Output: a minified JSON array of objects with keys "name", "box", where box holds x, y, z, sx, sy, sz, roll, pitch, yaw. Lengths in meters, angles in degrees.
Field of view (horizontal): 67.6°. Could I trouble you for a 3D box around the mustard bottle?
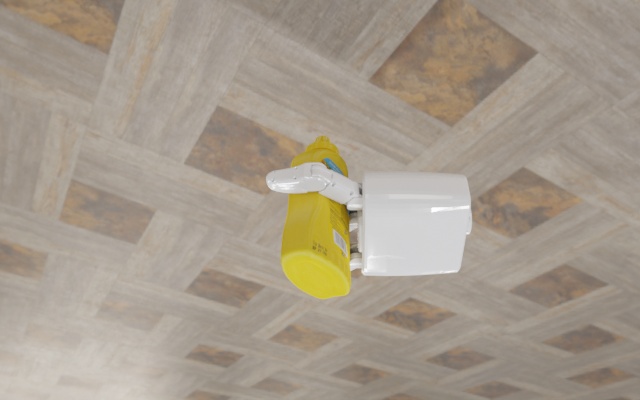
[{"name":"mustard bottle","box":[0.000,0.002,0.520,0.058,0.191,0.096,-16,-42,23]}]
